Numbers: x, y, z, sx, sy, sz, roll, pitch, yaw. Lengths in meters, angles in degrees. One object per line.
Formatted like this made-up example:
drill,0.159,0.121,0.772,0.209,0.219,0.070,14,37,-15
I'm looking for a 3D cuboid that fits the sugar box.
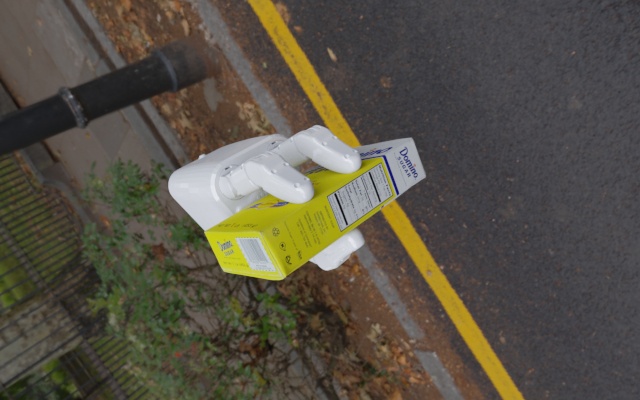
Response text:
sugar box,0.000,0.001,0.408,0.176,0.048,0.093,-36,19,-34
